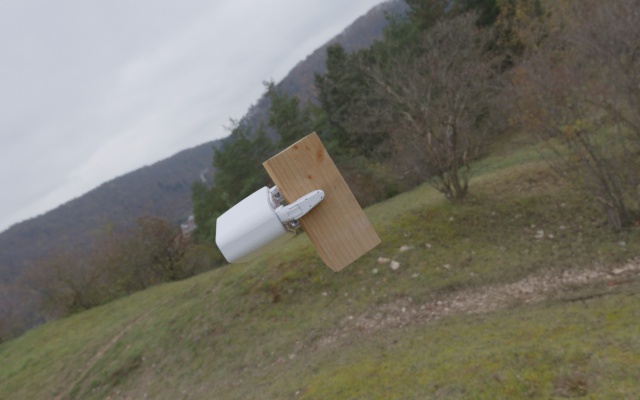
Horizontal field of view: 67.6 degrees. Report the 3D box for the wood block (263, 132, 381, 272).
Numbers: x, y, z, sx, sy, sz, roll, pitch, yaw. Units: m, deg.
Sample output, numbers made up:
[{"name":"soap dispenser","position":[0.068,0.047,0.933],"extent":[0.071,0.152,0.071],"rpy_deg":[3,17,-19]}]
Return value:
[{"name":"wood block","position":[0.000,0.003,0.784],"extent":[0.090,0.206,0.091],"rpy_deg":[-33,8,-9]}]
